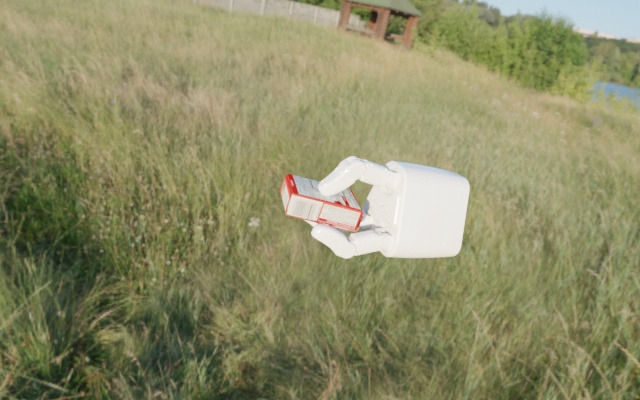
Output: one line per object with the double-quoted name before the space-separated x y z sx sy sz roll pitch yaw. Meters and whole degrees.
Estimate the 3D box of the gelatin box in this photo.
"gelatin box" 0.000 0.001 0.569 0.089 0.030 0.073 14 19 -15
